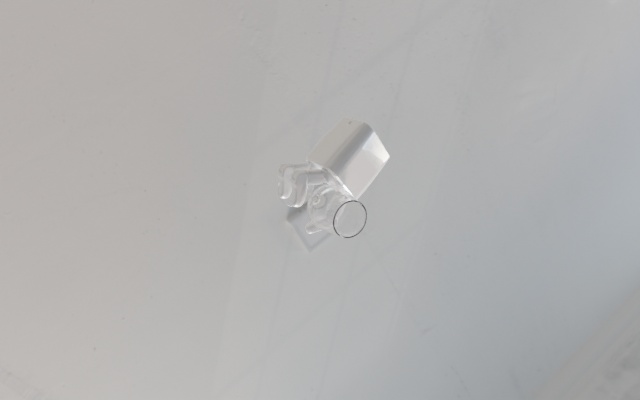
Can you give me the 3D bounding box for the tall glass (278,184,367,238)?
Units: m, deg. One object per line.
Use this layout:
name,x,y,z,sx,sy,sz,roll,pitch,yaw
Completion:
tall glass,0.000,0.003,0.822,0.079,0.079,0.201,0,16,-29
